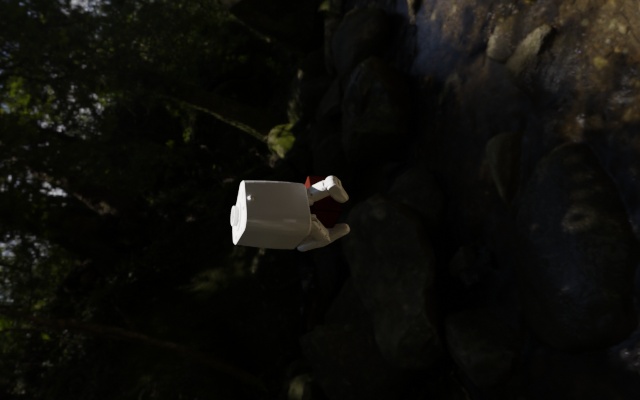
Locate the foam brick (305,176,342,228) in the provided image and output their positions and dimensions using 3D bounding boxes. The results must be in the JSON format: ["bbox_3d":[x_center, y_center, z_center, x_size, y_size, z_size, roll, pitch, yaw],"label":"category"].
[{"bbox_3d":[0.000,0.003,0.837,0.051,0.078,0.053,4,-40,-18],"label":"foam brick"}]
